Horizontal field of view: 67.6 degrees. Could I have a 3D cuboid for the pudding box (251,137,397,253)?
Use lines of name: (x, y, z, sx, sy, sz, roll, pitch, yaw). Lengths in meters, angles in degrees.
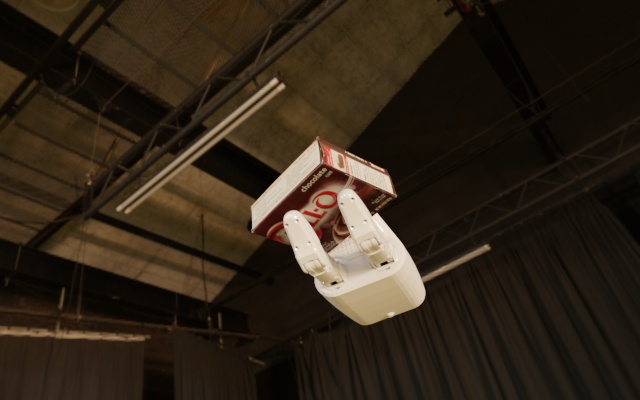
pudding box: (0.000, 0.001, 0.454, 0.090, 0.039, 0.113, 21, -50, -34)
